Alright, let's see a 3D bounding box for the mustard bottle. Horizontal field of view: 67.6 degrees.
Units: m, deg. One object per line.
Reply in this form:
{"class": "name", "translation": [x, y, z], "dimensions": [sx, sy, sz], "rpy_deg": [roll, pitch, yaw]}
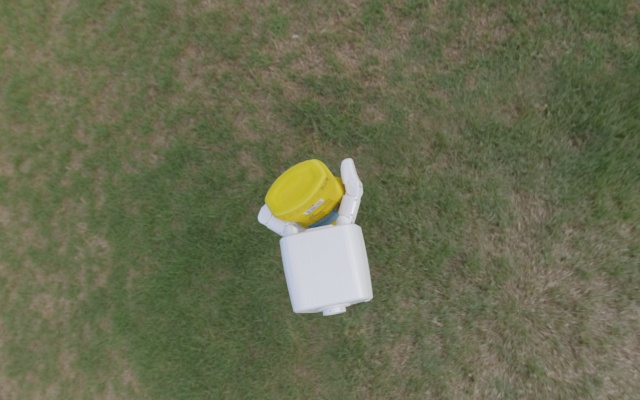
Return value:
{"class": "mustard bottle", "translation": [0.000, 0.002, 0.717], "dimensions": [0.096, 0.058, 0.192], "rpy_deg": [-40, -23, 10]}
